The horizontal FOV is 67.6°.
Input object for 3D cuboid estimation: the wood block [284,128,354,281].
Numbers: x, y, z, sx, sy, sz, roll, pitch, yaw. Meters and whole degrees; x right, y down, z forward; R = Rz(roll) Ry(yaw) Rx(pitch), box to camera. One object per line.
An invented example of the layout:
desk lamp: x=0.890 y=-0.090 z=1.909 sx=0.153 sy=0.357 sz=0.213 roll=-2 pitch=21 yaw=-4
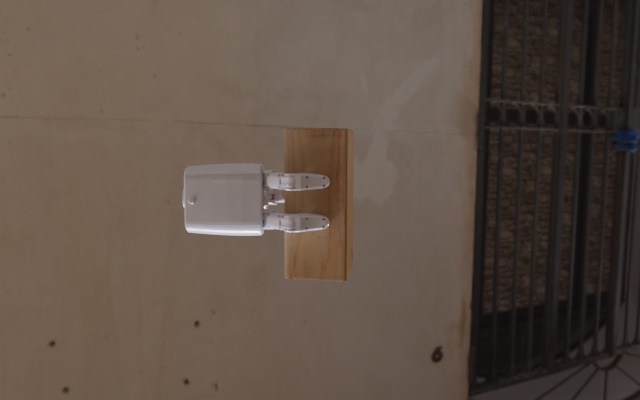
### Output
wood block: x=0.000 y=0.002 z=0.687 sx=0.090 sy=0.206 sz=0.091 roll=1 pitch=6 yaw=8
